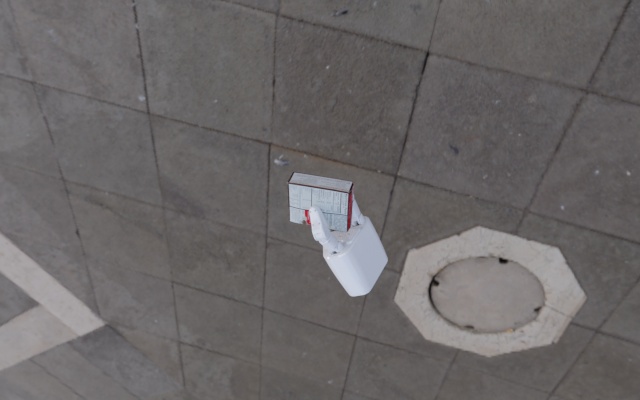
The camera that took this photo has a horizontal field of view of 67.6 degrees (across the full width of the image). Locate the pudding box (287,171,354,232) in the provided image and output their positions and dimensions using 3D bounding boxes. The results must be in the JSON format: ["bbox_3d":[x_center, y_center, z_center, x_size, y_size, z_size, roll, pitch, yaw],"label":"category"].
[{"bbox_3d":[0.000,0.003,0.834,0.113,0.090,0.039,9,37,11],"label":"pudding box"}]
